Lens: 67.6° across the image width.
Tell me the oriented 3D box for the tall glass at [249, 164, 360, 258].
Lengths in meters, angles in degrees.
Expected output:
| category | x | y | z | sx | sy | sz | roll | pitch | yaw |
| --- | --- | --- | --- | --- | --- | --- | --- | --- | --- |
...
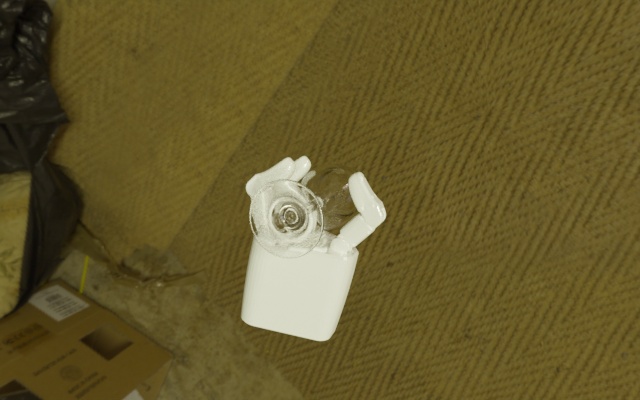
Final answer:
| category | x | y | z | sx | sy | sz | roll | pitch | yaw |
| --- | --- | --- | --- | --- | --- | --- | --- | --- | --- |
| tall glass | 0.000 | 0.002 | 0.529 | 0.079 | 0.079 | 0.201 | 0 | 9 | 19 |
